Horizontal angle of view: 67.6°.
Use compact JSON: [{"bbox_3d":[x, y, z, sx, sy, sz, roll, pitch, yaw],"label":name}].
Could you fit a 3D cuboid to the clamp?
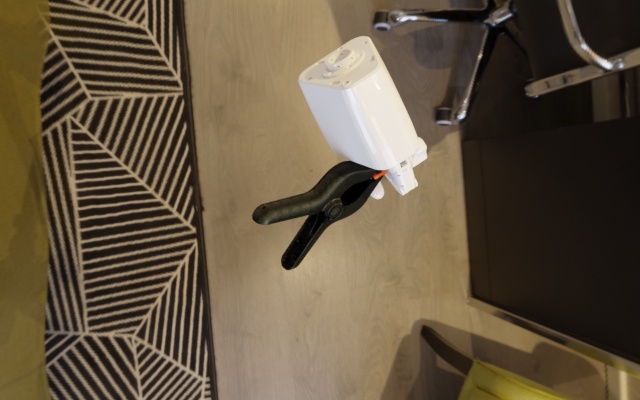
[{"bbox_3d":[0.001,0.002,0.555,0.039,0.171,0.120,43,-6,30],"label":"clamp"}]
